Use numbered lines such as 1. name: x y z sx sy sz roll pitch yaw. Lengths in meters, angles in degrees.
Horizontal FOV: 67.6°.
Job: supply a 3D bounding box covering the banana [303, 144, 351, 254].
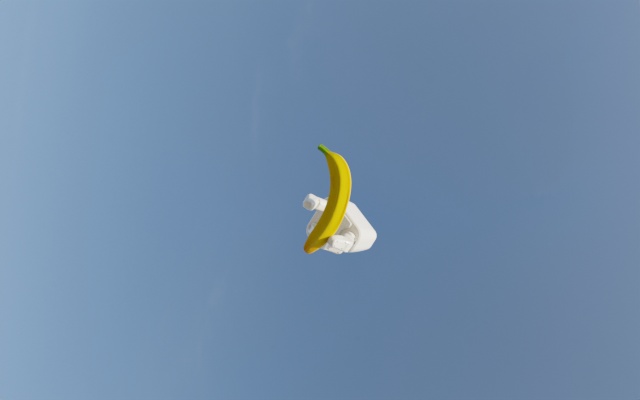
1. banana: 0.017 0.002 0.849 0.069 0.198 0.037 9 0 27
